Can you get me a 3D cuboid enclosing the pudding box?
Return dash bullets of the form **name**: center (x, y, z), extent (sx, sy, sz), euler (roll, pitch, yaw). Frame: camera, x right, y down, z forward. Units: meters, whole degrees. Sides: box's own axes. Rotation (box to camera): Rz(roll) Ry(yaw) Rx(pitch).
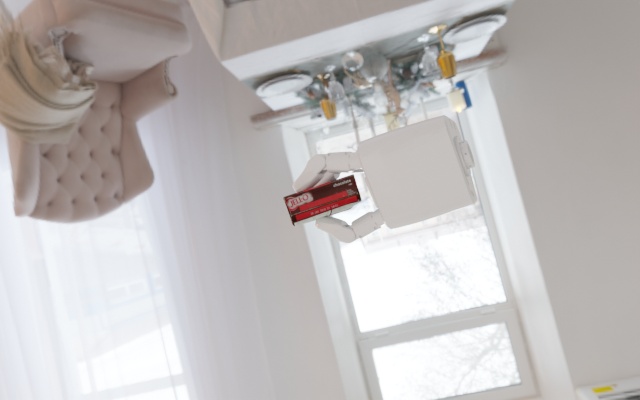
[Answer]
- **pudding box**: center (0.000, 0.002, 0.617), extent (0.090, 0.039, 0.113), euler (-17, -5, -4)
